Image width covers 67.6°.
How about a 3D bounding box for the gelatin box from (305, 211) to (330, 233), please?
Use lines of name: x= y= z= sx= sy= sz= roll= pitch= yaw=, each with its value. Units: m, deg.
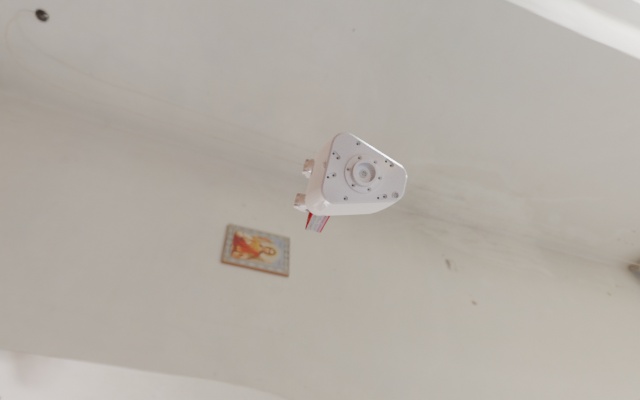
gelatin box: x=0.001 y=0.003 z=0.763 sx=0.030 sy=0.073 sz=0.089 roll=13 pitch=-23 yaw=-4
